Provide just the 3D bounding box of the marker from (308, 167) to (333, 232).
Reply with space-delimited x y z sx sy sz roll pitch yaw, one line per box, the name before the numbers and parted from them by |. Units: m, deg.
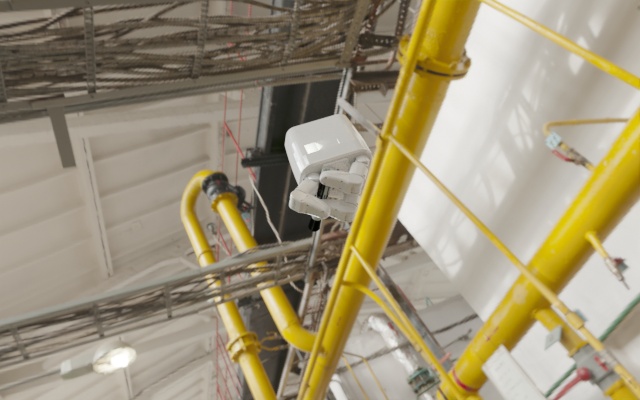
marker | 0.000 0.002 0.719 0.020 0.121 0.020 8 41 -7
